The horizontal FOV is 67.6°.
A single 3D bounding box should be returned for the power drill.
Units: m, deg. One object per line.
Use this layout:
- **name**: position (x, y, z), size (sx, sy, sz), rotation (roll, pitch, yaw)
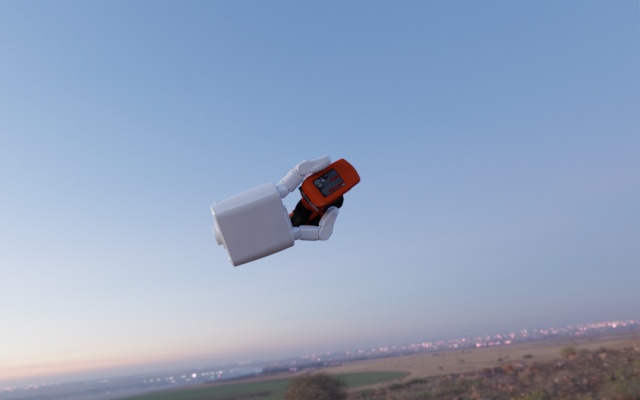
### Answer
- **power drill**: position (0.000, 0.003, 0.856), size (0.184, 0.057, 0.188), rotation (-35, -11, -33)
